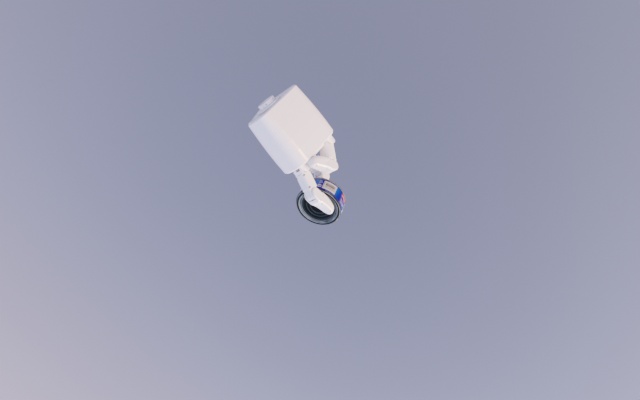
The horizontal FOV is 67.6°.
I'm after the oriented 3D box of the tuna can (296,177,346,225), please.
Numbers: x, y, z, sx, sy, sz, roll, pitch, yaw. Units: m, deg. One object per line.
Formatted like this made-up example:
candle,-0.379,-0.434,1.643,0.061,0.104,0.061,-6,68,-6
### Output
tuna can,0.000,0.003,0.860,0.086,0.086,0.033,0,38,21
